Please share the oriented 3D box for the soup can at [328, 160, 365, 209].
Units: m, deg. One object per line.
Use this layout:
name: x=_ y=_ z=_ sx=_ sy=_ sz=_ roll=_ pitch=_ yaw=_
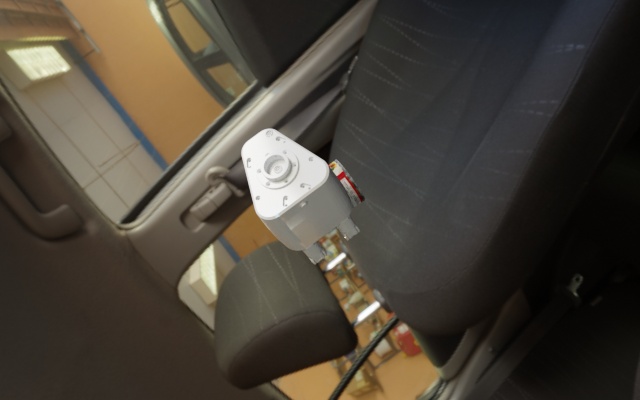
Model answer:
soup can: x=0.000 y=0.002 z=0.646 sx=0.102 sy=0.068 sz=0.068 roll=-36 pitch=1 yaw=-1
